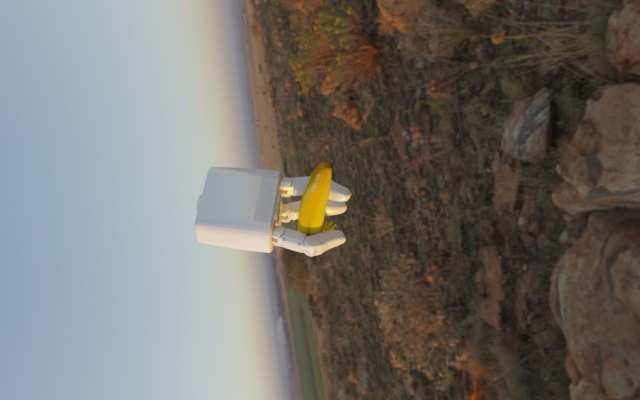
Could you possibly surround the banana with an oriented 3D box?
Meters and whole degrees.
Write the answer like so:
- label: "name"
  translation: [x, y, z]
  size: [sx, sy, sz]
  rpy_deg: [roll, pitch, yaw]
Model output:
- label: "banana"
  translation: [-0.007, 0.019, 0.667]
  size: [0.037, 0.069, 0.198]
  rpy_deg: [20, -23, 11]
